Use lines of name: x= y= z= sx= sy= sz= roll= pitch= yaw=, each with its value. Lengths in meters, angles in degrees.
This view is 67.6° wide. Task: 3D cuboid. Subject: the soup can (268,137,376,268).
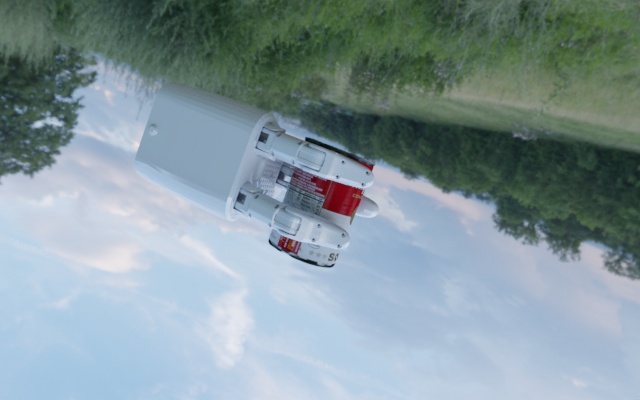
soup can: x=0.000 y=0.002 z=0.434 sx=0.068 sy=0.102 sz=0.068 roll=21 pitch=5 yaw=-2
